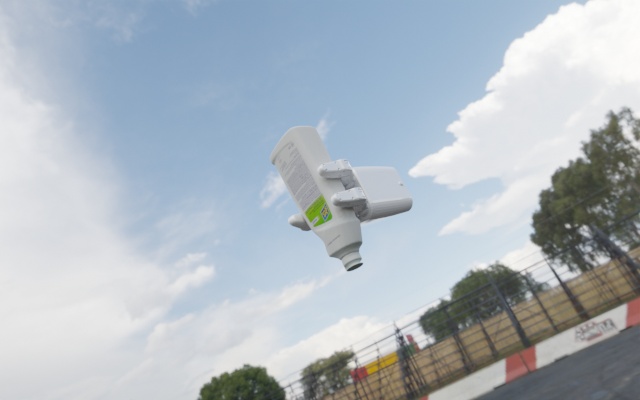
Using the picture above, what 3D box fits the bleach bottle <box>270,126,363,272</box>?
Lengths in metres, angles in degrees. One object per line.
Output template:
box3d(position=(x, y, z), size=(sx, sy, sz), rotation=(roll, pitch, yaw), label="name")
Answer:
box3d(position=(0.000, 0.002, 0.786), size=(0.068, 0.250, 0.103), rotation=(-7, -29, -37), label="bleach bottle")
